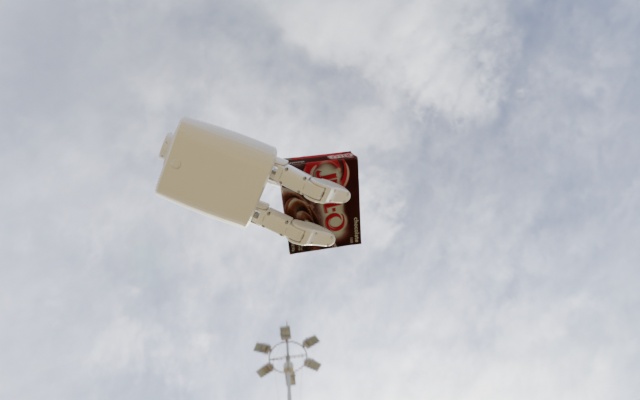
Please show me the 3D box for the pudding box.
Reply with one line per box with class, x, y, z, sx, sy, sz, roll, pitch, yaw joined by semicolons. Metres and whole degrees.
pudding box;0.000;0.002;0.569;0.090;0.113;0.039;-7;23;-8
